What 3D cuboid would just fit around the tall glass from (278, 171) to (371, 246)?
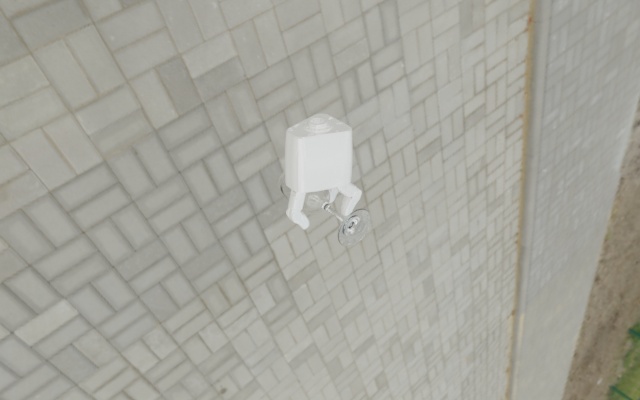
[{"bbox_3d":[0.000,0.003,0.893,0.079,0.079,0.201,0,26,-42],"label":"tall glass"}]
